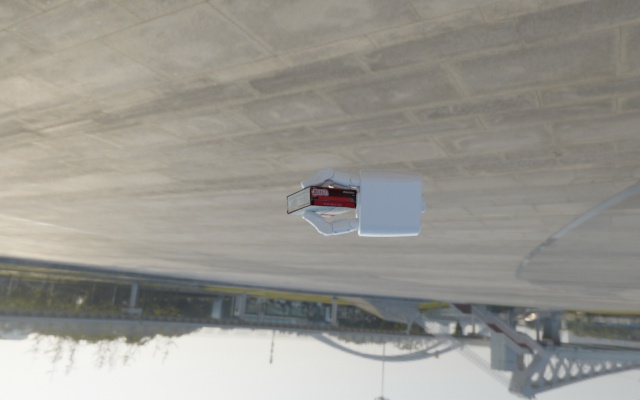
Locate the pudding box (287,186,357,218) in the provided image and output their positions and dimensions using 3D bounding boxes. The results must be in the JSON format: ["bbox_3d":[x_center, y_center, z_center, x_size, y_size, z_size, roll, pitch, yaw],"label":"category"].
[{"bbox_3d":[0.000,0.003,0.852,0.090,0.039,0.113,5,-13,-25],"label":"pudding box"}]
